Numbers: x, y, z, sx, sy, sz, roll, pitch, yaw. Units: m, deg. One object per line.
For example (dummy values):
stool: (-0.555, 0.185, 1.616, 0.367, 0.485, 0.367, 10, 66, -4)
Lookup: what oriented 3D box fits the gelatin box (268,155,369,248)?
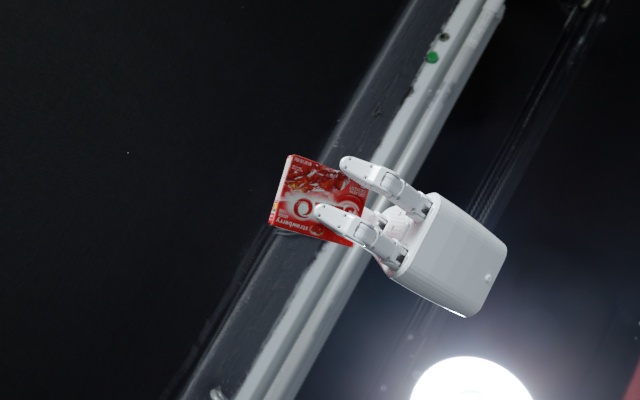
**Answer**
gelatin box: (0.000, 0.001, 0.486, 0.089, 0.073, 0.030, 18, -3, -15)
